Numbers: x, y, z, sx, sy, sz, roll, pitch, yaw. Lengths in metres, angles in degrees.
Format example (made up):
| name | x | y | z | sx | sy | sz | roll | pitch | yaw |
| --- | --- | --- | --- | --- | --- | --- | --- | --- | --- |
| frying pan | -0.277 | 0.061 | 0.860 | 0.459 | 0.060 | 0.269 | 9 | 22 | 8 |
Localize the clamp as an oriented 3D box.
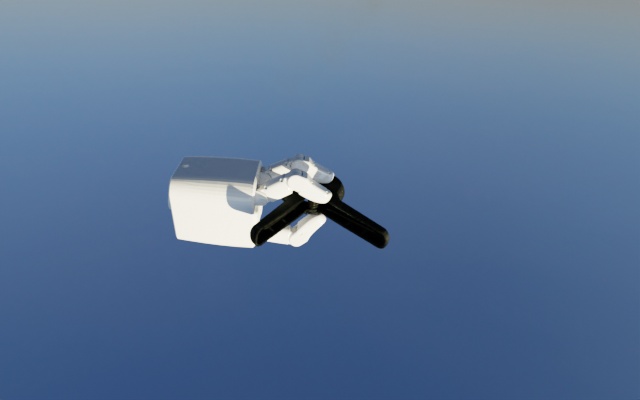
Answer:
| name | x | y | z | sx | sy | sz | roll | pitch | yaw |
| --- | --- | --- | --- | --- | --- | --- | --- | --- | --- |
| clamp | 0.000 | 0.003 | 0.635 | 0.164 | 0.036 | 0.209 | 6 | 29 | -4 |
